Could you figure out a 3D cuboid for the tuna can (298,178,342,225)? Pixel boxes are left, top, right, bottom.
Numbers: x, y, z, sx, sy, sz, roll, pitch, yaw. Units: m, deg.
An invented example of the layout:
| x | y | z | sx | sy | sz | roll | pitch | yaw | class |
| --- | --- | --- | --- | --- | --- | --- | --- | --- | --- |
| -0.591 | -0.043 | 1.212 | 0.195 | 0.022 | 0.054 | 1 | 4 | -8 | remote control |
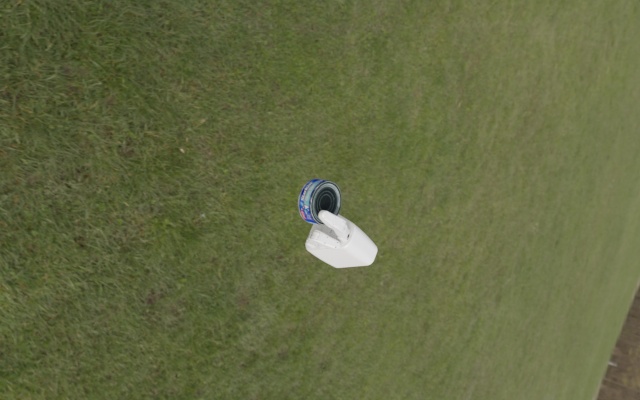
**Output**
| x | y | z | sx | sy | sz | roll | pitch | yaw | class |
| --- | --- | --- | --- | --- | --- | --- | --- | --- | --- |
| 0.001 | 0.003 | 0.893 | 0.033 | 0.086 | 0.086 | 11 | 8 | 44 | tuna can |
